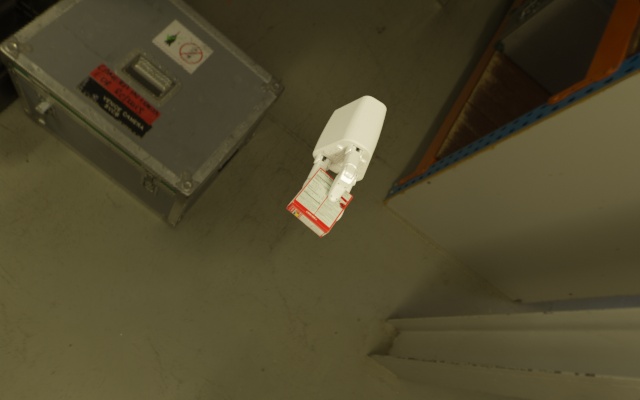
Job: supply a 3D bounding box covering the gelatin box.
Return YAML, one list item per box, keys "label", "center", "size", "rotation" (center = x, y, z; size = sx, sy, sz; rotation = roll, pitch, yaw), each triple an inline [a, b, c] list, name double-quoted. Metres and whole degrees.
- label: "gelatin box"
  center: [0.000, 0.003, 0.762]
  size: [0.073, 0.089, 0.030]
  rotation: [41, -35, -5]
